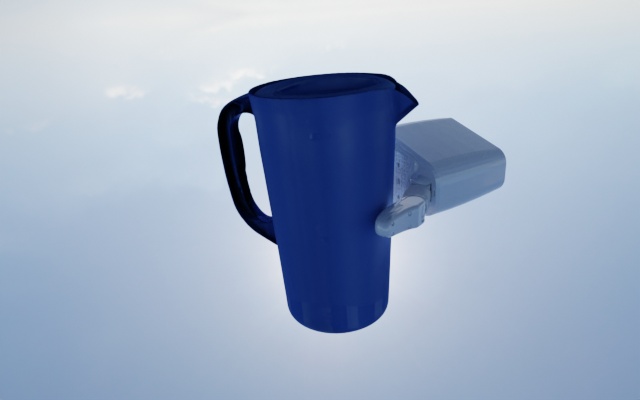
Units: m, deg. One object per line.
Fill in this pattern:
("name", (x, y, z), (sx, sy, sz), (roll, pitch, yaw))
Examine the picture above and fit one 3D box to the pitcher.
("pitcher", (0.000, 0.001, 0.468), (0.145, 0.243, 0.149), (-17, 25, -28))
